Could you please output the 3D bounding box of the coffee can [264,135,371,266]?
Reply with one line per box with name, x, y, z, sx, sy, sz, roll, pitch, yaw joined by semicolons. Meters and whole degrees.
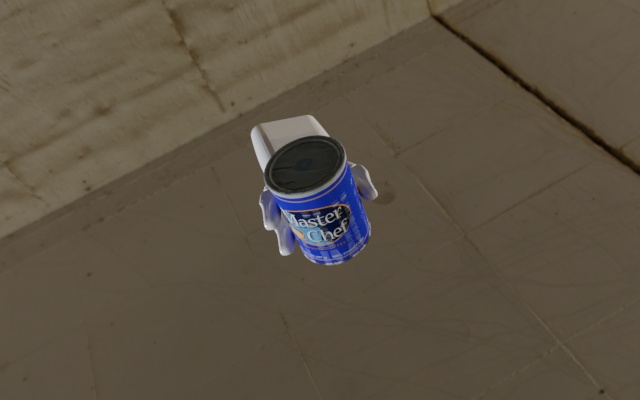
coffee can;0.000;0.002;0.616;0.103;0.102;0.140;0;-42;23
